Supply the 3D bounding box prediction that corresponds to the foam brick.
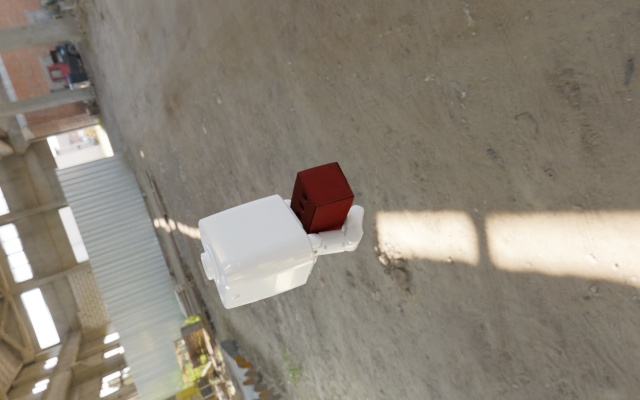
[{"bbox_3d":[0.000,0.002,0.568,0.051,0.053,0.078,-14,-30,-21],"label":"foam brick"}]
